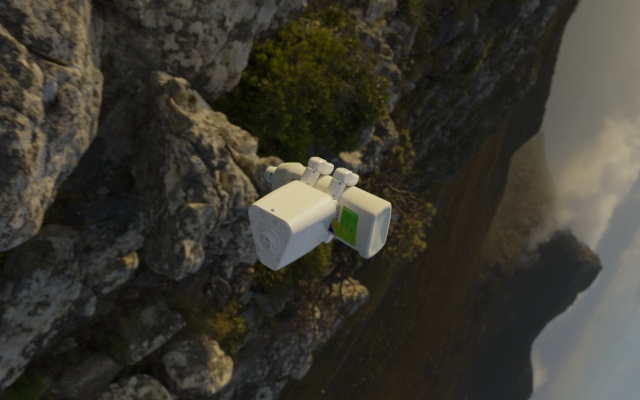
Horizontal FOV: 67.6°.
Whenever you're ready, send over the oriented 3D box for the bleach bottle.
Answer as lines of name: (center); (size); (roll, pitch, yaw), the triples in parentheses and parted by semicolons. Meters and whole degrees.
bleach bottle: (0.000, 0.003, 0.845); (0.250, 0.103, 0.068); (26, 36, 30)
